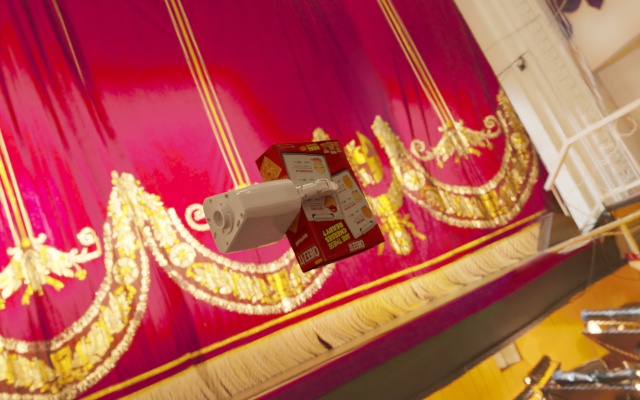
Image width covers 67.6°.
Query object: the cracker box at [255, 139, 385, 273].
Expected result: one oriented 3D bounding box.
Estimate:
[{"bbox_3d":[0.000,0.003,0.838,0.164,0.213,0.072,-11,-17,-46],"label":"cracker box"}]
